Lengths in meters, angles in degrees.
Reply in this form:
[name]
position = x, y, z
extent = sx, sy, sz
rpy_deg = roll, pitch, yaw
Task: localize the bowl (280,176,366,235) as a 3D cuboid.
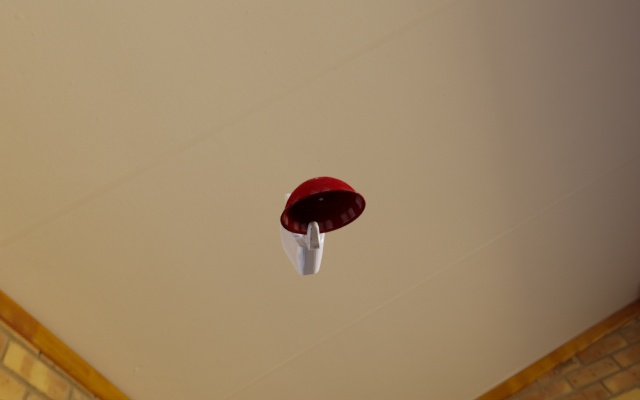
[bowl]
position = 0.000, 0.002, 0.891
extent = 0.162, 0.055, 0.162
rpy_deg = -10, -29, -6
